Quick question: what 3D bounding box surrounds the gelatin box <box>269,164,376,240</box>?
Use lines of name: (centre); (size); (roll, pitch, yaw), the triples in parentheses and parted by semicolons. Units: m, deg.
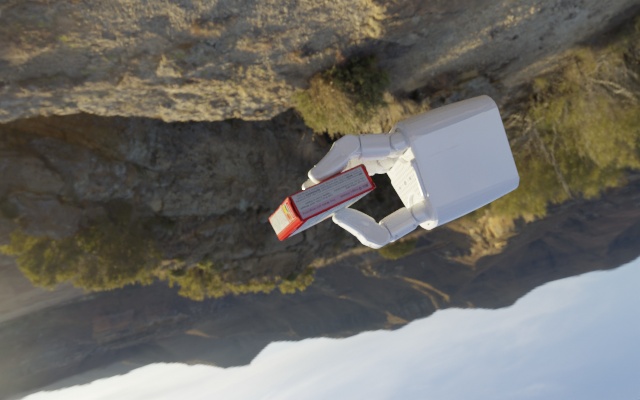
gelatin box: (0.000, 0.002, 0.472); (0.089, 0.030, 0.073); (-26, -7, -26)
